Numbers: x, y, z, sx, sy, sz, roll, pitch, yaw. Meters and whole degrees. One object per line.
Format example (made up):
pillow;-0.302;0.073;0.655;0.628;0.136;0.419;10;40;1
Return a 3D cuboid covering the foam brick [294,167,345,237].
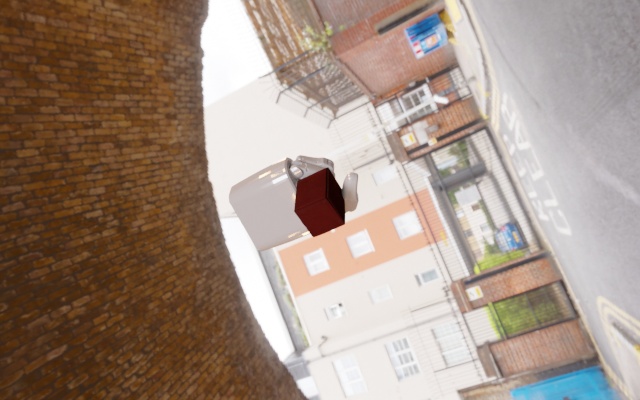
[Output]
foam brick;0.000;0.002;0.660;0.051;0.053;0.078;-24;31;17
